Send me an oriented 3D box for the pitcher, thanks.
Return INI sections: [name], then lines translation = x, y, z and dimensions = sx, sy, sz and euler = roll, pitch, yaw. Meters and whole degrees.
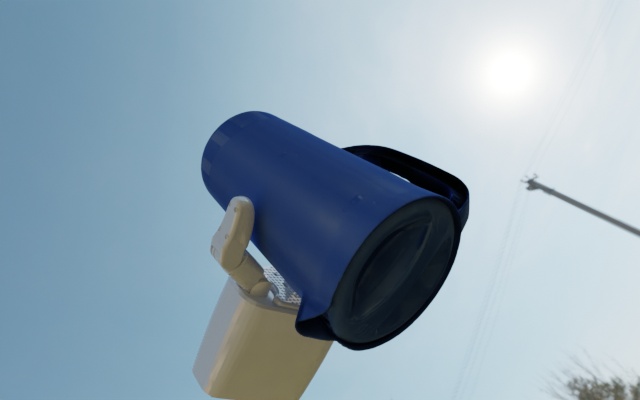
[pitcher]
translation = 0.000, 0.002, 0.431
dimensions = 0.149, 0.145, 0.242
euler = 12, 18, -45
